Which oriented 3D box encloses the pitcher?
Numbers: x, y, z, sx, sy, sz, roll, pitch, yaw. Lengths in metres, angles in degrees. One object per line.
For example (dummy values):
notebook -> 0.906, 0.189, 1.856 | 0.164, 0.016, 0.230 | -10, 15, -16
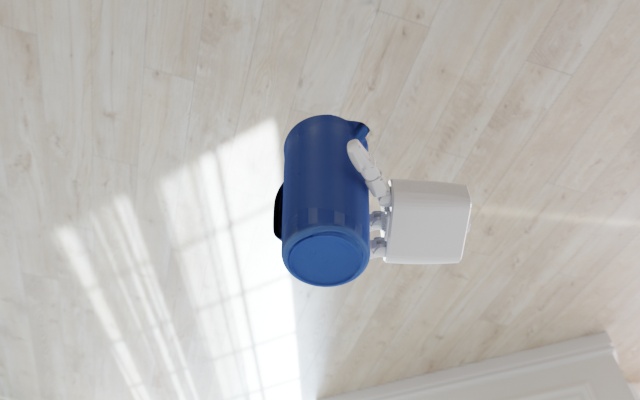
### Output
pitcher -> 0.000, 0.002, 0.666 | 0.145, 0.149, 0.242 | 2, 39, -1
